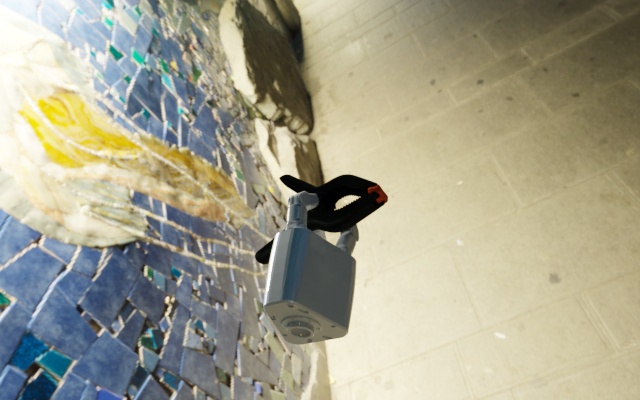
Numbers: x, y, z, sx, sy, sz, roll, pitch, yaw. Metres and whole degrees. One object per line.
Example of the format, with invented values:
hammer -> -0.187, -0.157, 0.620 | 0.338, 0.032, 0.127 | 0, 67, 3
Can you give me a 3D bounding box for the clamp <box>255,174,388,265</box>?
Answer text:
clamp -> 0.000, 0.002, 0.707 | 0.210, 0.164, 0.036 | -19, -44, 28
